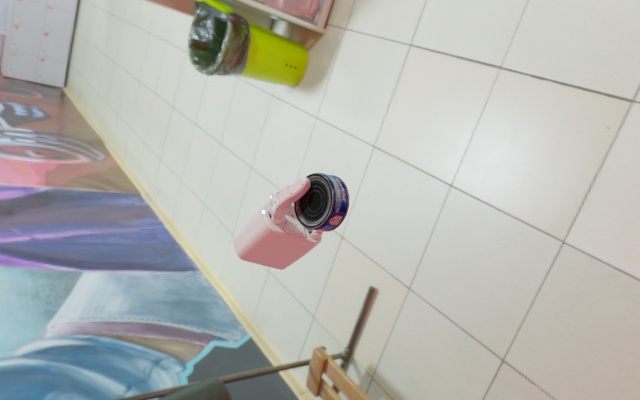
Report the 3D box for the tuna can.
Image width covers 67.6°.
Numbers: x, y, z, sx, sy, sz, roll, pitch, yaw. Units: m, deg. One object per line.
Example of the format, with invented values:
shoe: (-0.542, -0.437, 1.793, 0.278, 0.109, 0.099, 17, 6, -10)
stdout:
tuna can: (0.000, 0.002, 0.705, 0.034, 0.086, 0.086, 9, -6, -44)
